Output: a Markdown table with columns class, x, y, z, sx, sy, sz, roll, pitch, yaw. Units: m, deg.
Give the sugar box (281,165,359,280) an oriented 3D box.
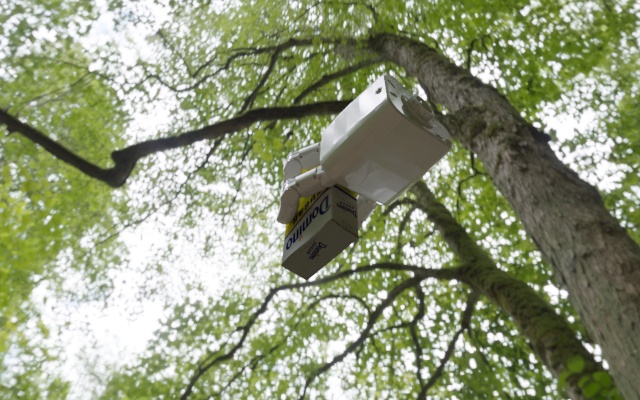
| class | x | y | z | sx | sy | sz | roll | pitch | yaw |
| --- | --- | --- | --- | --- | --- | --- | --- | --- | --- |
| sugar box | 0.000 | 0.001 | 0.586 | 0.048 | 0.093 | 0.176 | 34 | 32 | -20 |
